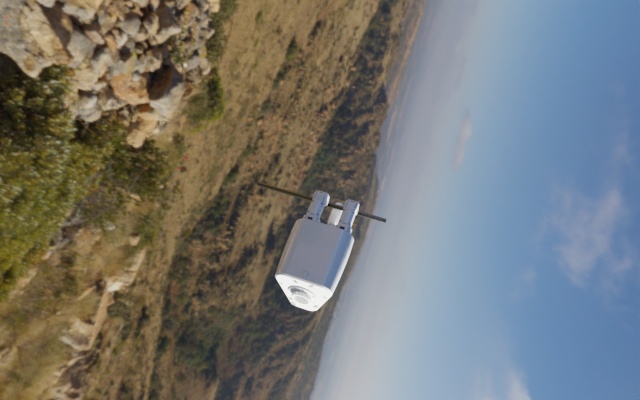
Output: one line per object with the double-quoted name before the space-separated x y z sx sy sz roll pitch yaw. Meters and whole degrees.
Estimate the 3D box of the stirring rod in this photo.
"stirring rod" 0.000 0.003 0.850 0.239 0.011 0.011 16 3 9
